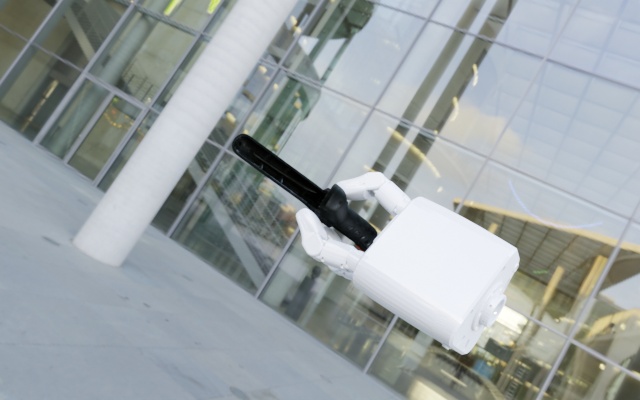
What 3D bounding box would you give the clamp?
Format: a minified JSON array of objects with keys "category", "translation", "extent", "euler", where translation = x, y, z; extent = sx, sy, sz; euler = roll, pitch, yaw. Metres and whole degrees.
[{"category":"clamp","translation":[0.001,0.001,0.532],"extent":[0.164,0.036,0.210],"euler":[34,-5,35]}]
